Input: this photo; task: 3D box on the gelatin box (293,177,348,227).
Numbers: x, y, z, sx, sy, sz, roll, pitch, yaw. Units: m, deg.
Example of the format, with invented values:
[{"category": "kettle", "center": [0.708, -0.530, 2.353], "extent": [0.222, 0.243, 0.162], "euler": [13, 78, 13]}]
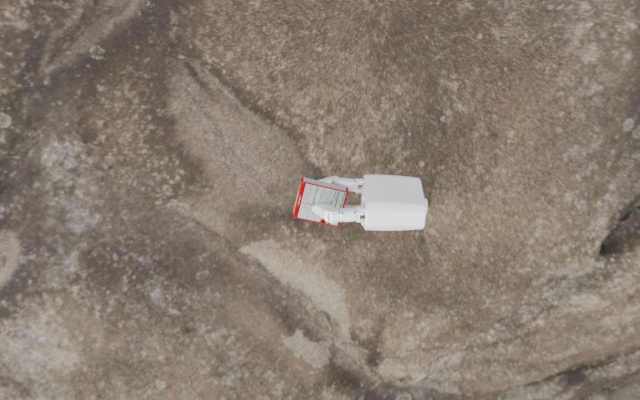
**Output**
[{"category": "gelatin box", "center": [0.000, 0.003, 0.880], "extent": [0.089, 0.073, 0.030], "euler": [12, 22, -7]}]
